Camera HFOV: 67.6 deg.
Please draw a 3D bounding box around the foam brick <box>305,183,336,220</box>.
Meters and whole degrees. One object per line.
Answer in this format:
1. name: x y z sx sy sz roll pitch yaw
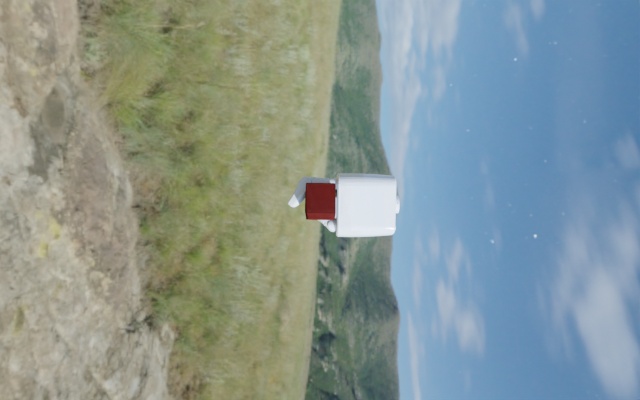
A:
1. foam brick: 0.000 0.003 0.822 0.051 0.053 0.078 1 -10 0
